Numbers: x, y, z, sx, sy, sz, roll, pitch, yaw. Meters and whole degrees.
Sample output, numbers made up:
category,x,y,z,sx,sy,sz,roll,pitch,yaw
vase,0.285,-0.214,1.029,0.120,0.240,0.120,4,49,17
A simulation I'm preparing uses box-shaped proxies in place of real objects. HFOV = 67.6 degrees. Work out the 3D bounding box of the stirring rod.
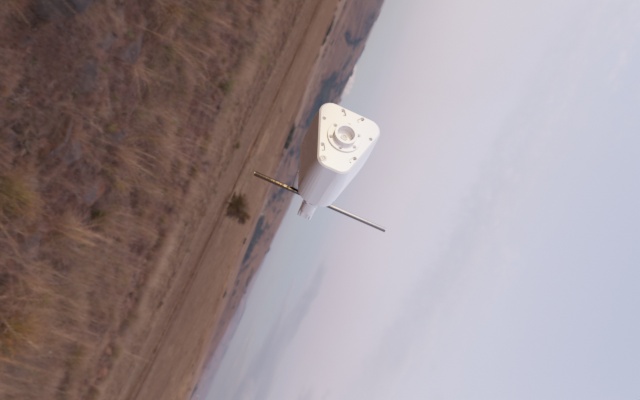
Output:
category,x,y,z,sx,sy,sz,roll,pitch,yaw
stirring rod,0.000,0.003,0.803,0.239,0.011,0.011,24,-2,-5
